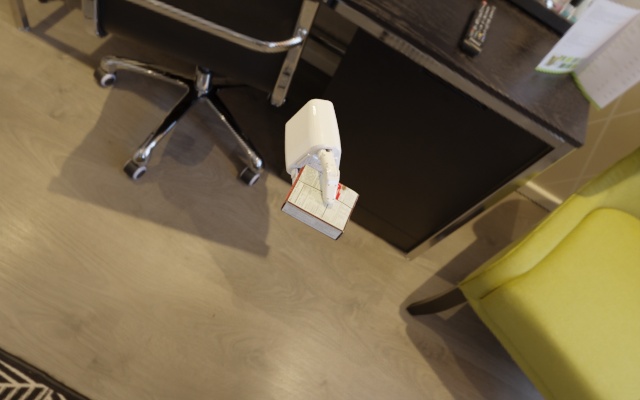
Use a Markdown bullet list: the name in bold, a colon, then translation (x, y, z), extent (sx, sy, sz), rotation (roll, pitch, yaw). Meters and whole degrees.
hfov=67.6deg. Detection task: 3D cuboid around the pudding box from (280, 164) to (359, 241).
- **pudding box**: translation (0.000, 0.003, 0.820), extent (0.113, 0.090, 0.039), rotation (28, -34, -4)
